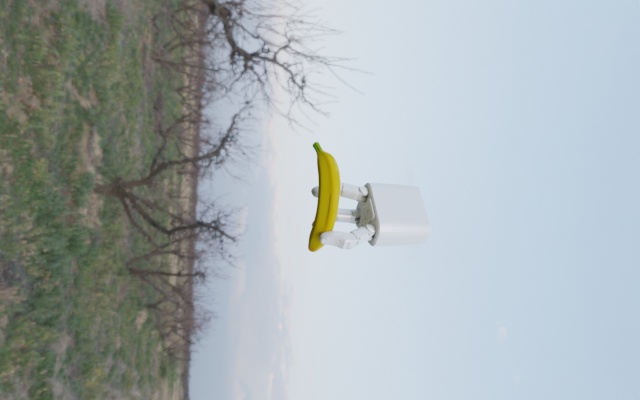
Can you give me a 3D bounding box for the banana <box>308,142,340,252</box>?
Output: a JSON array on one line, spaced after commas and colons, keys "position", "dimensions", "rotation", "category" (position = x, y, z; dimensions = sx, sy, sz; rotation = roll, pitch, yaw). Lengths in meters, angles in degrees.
[{"position": [0.006, 0.005, 0.808], "dimensions": [0.037, 0.198, 0.069], "rotation": [-1, 17, -20], "category": "banana"}]
